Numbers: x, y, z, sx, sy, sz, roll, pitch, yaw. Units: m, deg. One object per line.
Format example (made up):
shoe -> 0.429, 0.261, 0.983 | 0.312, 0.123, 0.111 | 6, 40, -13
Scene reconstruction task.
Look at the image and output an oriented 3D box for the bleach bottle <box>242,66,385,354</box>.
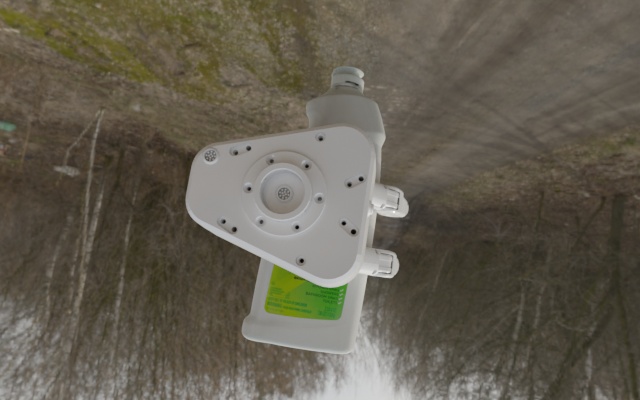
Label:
bleach bottle -> 0.000, 0.001, 0.432 | 0.102, 0.251, 0.068 | 8, -8, 4
